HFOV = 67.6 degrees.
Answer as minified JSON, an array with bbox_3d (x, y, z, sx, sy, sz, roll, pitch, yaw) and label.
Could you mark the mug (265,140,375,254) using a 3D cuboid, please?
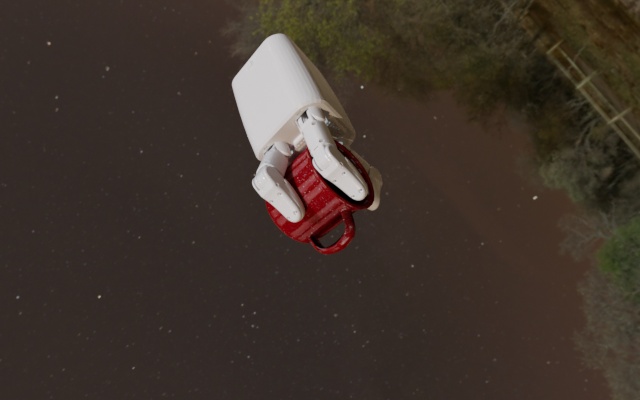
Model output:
[{"bbox_3d":[0.000,0.003,0.499,0.093,0.117,0.081,10,-41,-47],"label":"mug"}]
